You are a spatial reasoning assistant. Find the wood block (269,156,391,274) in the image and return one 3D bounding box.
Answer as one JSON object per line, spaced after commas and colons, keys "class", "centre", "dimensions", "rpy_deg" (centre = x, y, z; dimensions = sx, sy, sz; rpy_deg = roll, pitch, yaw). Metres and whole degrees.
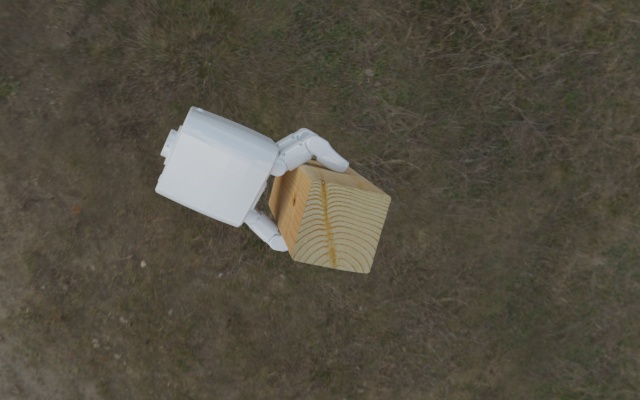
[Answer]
{"class": "wood block", "centre": [0.000, 0.002, 0.587], "dimensions": [0.090, 0.091, 0.206], "rpy_deg": [12, 13, -16]}
